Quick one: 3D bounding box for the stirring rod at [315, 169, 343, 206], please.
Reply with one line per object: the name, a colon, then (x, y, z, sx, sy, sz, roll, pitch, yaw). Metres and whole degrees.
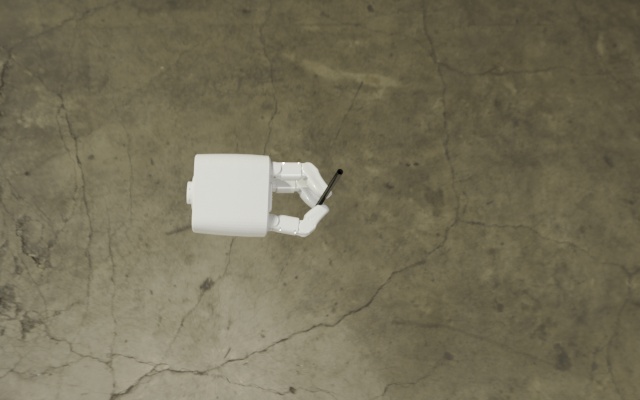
stirring rod: (0.000, 0.002, 0.708, 0.011, 0.011, 0.240, 0, -19, -12)
